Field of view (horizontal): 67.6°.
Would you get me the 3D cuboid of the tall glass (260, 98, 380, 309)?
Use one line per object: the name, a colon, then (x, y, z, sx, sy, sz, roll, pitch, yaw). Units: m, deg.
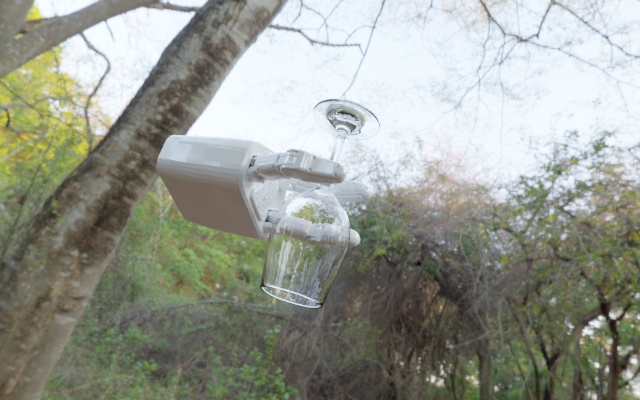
tall glass: (0.000, 0.001, 0.477, 0.079, 0.201, 0.079, 15, -21, 6)
